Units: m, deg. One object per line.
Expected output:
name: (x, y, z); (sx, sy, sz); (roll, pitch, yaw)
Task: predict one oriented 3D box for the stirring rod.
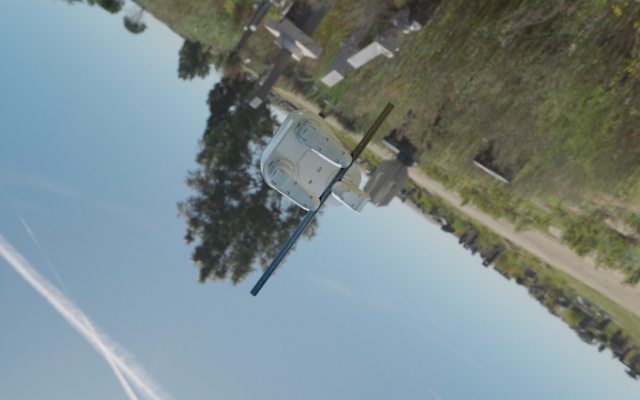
stirring rod: (0.000, 0.002, 0.486); (0.011, 0.239, 0.011); (36, 7, -5)
